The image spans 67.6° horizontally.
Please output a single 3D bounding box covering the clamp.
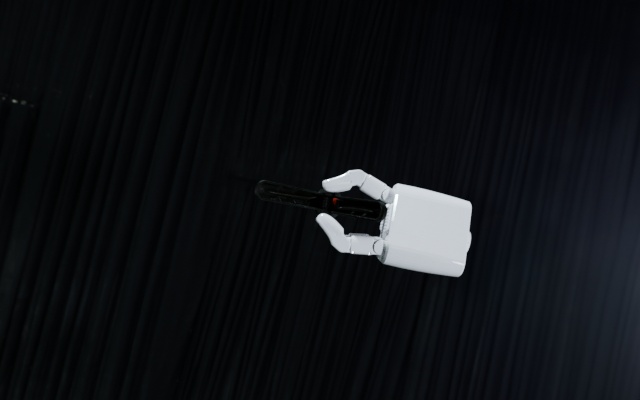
[{"bbox_3d":[0.001,0.001,0.668,0.164,0.036,0.210,12,-1,1],"label":"clamp"}]
